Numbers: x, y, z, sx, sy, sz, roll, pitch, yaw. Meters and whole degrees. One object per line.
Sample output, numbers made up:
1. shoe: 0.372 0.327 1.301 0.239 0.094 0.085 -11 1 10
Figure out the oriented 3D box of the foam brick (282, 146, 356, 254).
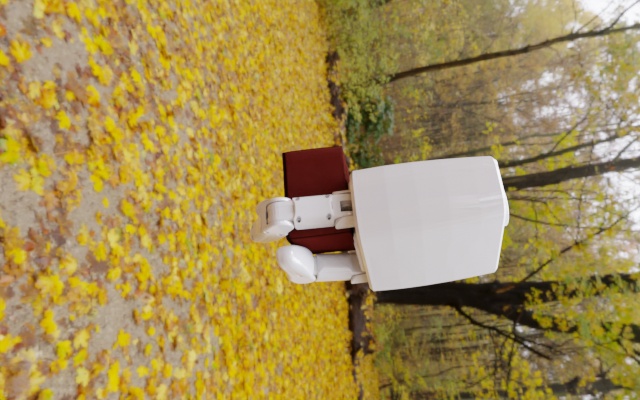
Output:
1. foam brick: 0.000 0.001 0.402 0.051 0.078 0.053 -8 -22 8
